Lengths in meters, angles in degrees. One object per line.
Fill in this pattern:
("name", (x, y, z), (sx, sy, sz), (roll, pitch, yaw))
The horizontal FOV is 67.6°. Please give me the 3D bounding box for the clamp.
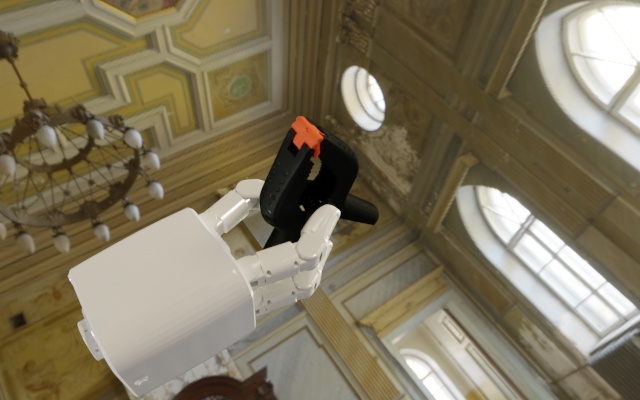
("clamp", (-0.001, 0.001, 0.434), (0.164, 0.036, 0.210), (-29, -29, -24))
